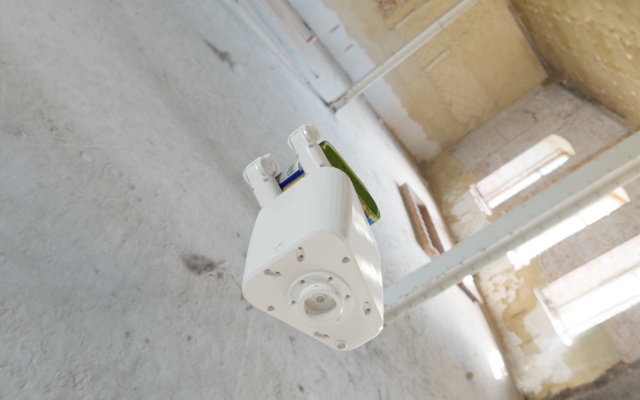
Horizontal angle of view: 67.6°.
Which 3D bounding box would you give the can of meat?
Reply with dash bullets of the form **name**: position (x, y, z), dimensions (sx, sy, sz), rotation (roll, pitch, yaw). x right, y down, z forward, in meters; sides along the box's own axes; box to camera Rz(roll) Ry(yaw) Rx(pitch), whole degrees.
- **can of meat**: position (0.000, 0.001, 0.491), dimensions (0.084, 0.102, 0.057), rotation (-35, 18, 18)
